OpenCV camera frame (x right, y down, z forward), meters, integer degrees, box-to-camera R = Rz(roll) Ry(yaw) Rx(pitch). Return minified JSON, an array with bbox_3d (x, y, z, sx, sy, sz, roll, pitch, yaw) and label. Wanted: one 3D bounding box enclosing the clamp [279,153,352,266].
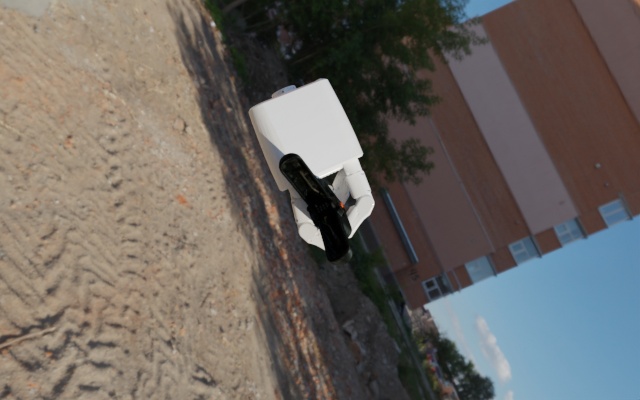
[{"bbox_3d":[0.001,0.002,0.528,0.039,0.120,0.171,-24,3,4],"label":"clamp"}]
